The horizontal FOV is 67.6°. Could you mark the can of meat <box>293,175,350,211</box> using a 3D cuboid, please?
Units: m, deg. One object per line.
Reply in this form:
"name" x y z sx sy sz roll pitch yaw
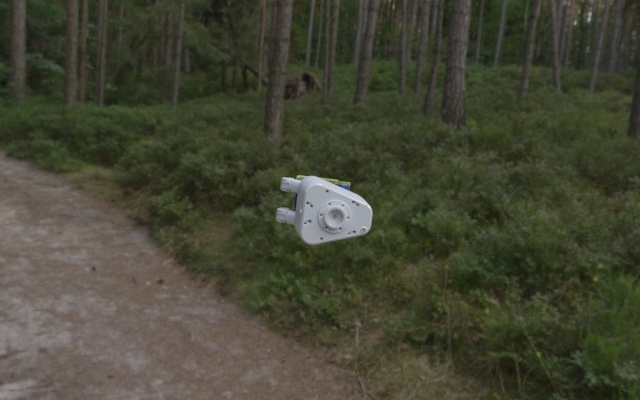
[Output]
"can of meat" 0.000 0.002 0.852 0.102 0.084 0.057 6 6 -4
